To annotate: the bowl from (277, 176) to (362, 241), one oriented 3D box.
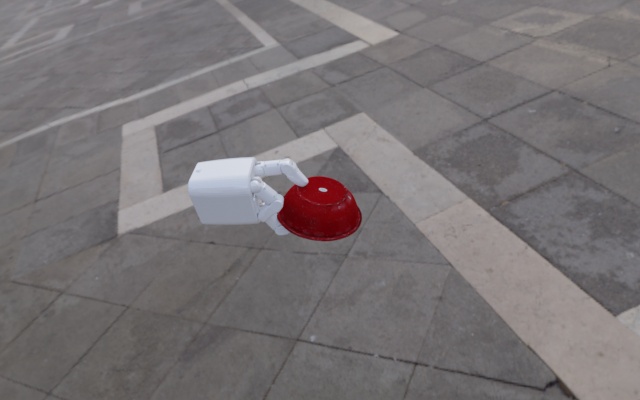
[{"bbox_3d":[0.001,0.002,0.873,0.162,0.055,0.162,5,35,-4],"label":"bowl"}]
